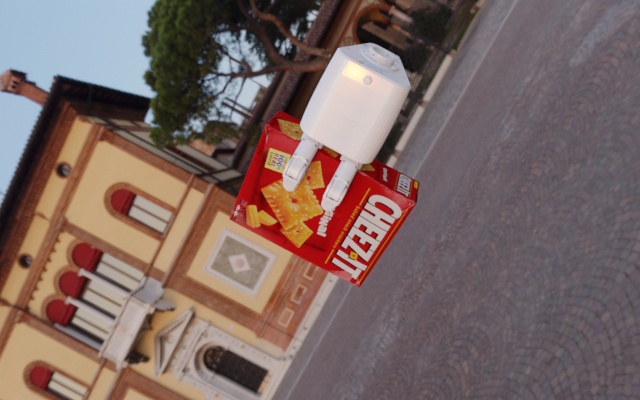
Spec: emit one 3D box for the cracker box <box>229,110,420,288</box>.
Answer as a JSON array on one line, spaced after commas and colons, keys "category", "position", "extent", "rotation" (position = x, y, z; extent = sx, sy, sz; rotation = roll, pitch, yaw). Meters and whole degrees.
[{"category": "cracker box", "position": [0.000, 0.002, 0.653], "extent": [0.213, 0.164, 0.072], "rotation": [28, 31, 0]}]
